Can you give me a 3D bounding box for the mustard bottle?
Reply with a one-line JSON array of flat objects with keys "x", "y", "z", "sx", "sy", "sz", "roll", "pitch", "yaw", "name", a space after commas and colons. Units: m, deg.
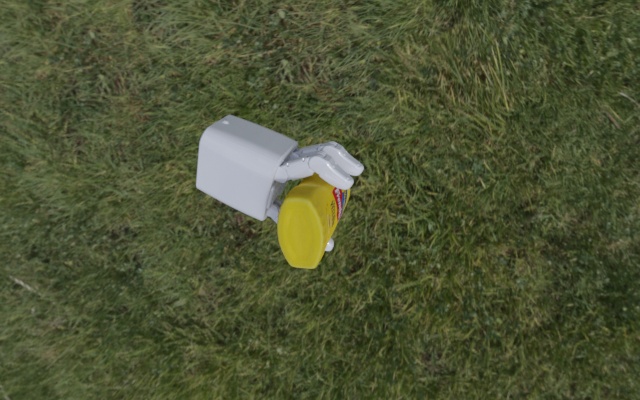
[{"x": 0.000, "y": 0.002, "z": 0.632, "sx": 0.058, "sy": 0.096, "sz": 0.191, "roll": 2, "pitch": 25, "yaw": 15, "name": "mustard bottle"}]
